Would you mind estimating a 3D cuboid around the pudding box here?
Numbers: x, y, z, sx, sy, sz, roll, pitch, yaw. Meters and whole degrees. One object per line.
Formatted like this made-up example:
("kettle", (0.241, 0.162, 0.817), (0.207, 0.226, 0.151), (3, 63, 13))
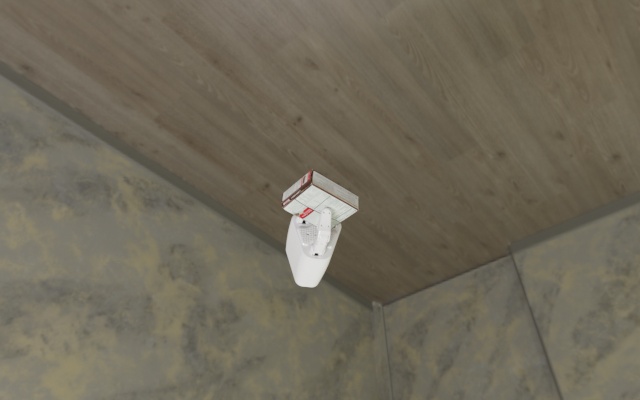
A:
("pudding box", (0.000, 0.003, 0.857), (0.113, 0.039, 0.090), (28, -48, -30))
